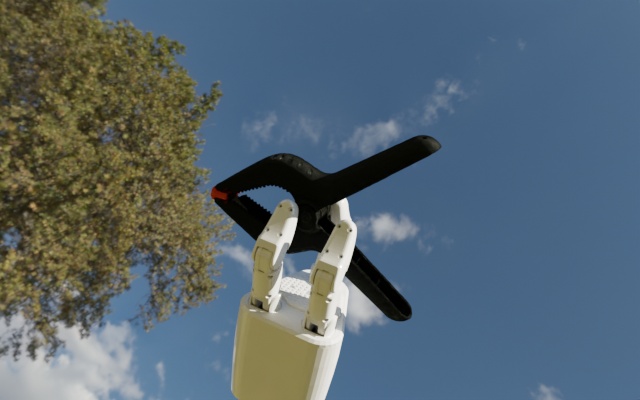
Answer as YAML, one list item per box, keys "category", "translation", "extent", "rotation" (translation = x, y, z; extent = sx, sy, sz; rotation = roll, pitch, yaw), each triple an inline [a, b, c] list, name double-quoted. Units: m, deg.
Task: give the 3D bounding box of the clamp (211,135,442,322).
- category: "clamp"
  translation: [0.000, 0.001, 0.424]
  extent: [0.210, 0.165, 0.036]
  rotation: [19, 22, 17]
